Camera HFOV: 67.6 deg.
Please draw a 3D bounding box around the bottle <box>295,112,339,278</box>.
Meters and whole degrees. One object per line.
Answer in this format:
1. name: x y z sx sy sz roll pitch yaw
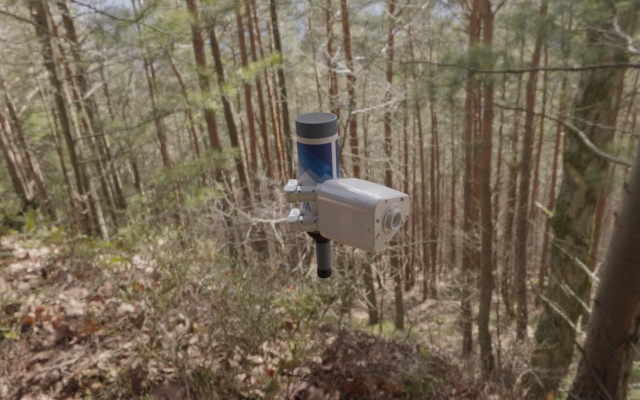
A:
1. bottle: 0.000 0.002 0.812 0.069 0.296 0.069 -3 25 1
